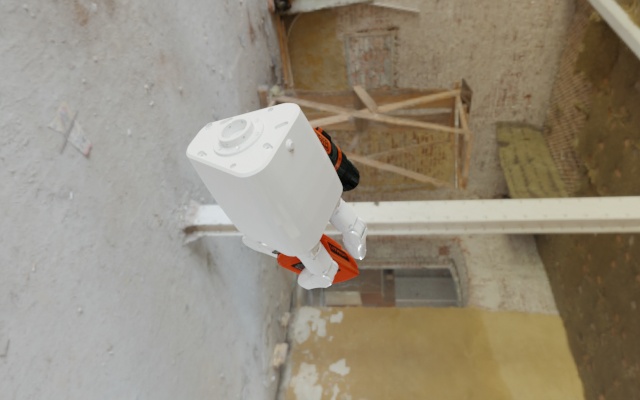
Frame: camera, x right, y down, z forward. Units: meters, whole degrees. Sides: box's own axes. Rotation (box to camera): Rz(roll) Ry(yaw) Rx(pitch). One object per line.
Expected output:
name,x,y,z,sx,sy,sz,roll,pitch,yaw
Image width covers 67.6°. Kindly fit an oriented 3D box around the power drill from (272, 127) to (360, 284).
power drill,0.000,0.002,0.581,0.057,0.187,0.184,-24,-33,28
